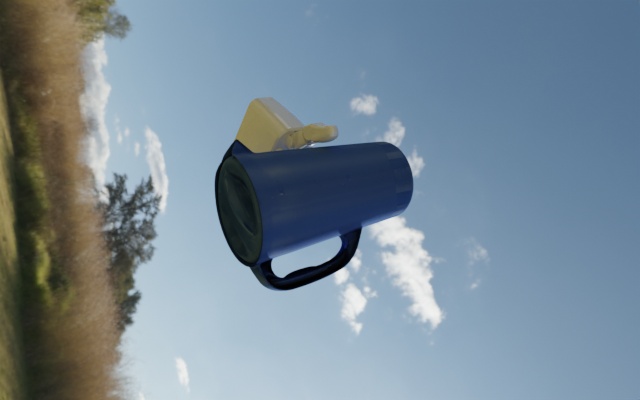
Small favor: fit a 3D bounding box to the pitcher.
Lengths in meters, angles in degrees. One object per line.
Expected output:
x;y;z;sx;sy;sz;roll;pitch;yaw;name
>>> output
0.000;0.002;0.612;0.243;0.149;0.145;-12;41;-31;pitcher
